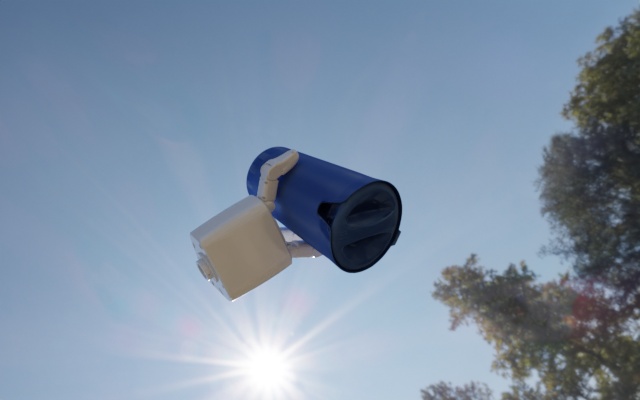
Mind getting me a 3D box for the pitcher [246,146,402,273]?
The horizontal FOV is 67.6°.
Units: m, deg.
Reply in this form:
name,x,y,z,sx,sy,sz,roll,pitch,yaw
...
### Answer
name,x,y,z,sx,sy,sz,roll,pitch,yaw
pitcher,0.000,0.002,0.724,0.145,0.149,0.242,-32,38,-26
